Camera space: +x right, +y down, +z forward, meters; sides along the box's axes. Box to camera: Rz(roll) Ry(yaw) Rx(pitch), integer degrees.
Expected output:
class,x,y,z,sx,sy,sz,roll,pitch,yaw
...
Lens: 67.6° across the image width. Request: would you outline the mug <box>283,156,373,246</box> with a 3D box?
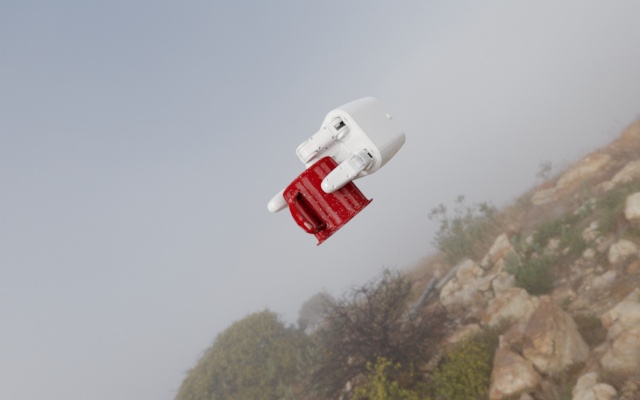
class,x,y,z,sx,sy,sz,roll,pitch,yaw
mug,-0.001,0.002,0.600,0.093,0.081,0.117,-42,-3,38
